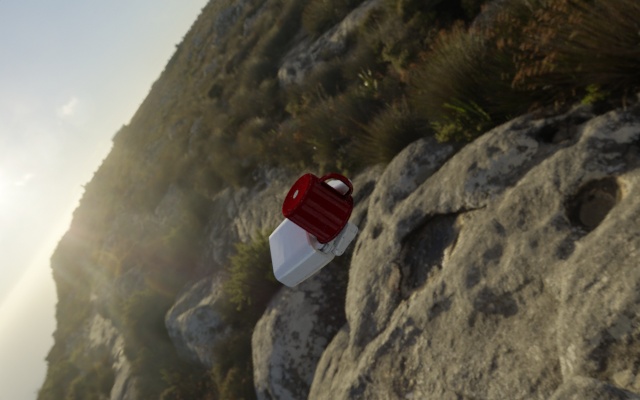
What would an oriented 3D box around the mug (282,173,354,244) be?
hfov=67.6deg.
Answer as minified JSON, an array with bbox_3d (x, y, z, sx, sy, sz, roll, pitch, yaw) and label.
[{"bbox_3d":[0.001,0.002,0.755,0.081,0.117,0.093,33,31,-22],"label":"mug"}]
